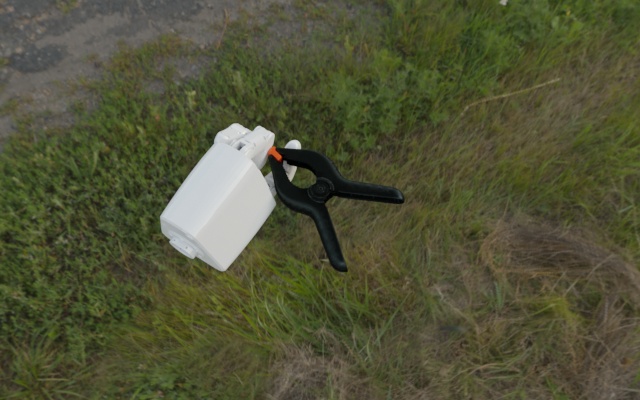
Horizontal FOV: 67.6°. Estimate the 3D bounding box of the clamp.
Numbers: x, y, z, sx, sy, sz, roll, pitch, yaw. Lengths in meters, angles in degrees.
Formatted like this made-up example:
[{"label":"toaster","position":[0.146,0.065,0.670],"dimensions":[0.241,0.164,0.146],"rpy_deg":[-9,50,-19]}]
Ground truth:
[{"label":"clamp","position":[0.000,0.001,0.569],"dimensions":[0.171,0.120,0.039],"rpy_deg":[29,-19,13]}]
